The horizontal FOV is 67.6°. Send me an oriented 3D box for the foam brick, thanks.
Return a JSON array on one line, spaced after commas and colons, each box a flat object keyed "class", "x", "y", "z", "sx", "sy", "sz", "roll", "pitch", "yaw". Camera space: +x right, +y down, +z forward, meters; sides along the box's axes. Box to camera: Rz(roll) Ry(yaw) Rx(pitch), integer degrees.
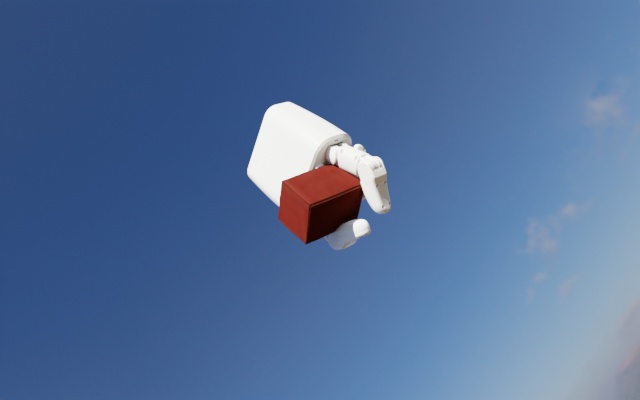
[{"class": "foam brick", "x": 0.000, "y": 0.002, "z": 0.514, "sx": 0.078, "sy": 0.053, "sz": 0.051, "roll": -22, "pitch": 46, "yaw": -36}]
